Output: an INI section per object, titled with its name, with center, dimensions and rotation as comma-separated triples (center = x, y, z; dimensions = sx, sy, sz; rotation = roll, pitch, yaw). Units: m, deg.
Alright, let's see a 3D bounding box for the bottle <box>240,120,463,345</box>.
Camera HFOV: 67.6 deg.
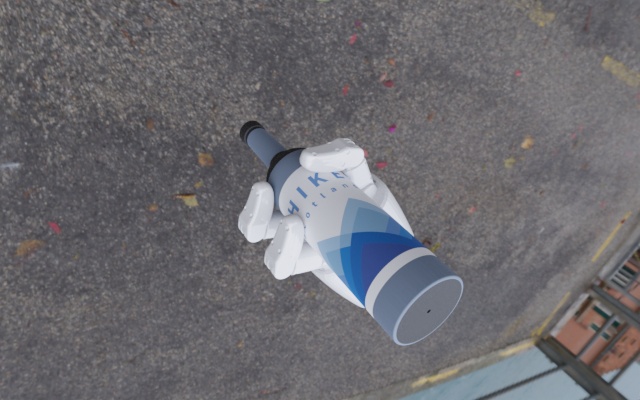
[bottle]
center = 0.000, 0.002, 0.440
dimensions = 0.069, 0.069, 0.295
rotation = 0, 33, -39
